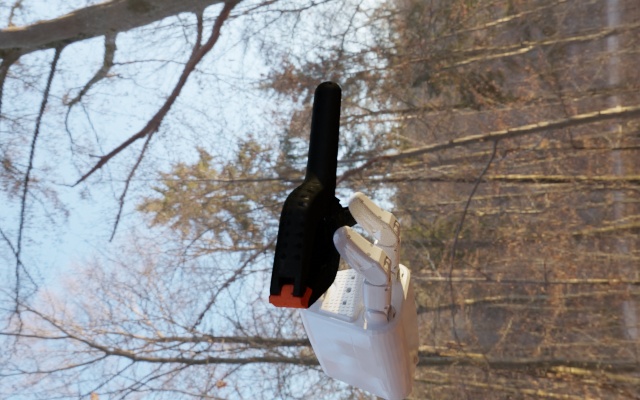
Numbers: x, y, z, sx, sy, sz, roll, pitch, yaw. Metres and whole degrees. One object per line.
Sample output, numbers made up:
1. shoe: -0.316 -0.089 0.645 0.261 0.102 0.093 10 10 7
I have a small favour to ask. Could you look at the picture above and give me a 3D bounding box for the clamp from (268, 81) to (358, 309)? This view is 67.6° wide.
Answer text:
1. clamp: -0.001 0.002 0.421 0.036 0.165 0.210 -2 32 21
